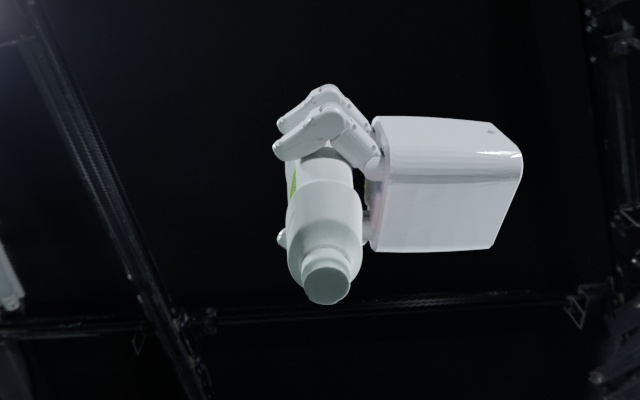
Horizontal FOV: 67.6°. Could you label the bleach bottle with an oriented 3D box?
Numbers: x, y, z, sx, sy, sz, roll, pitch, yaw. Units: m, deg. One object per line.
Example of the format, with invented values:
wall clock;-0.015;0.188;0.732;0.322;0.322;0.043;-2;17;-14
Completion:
bleach bottle;0.000;0.001;0.401;0.068;0.103;0.250;1;27;-2
